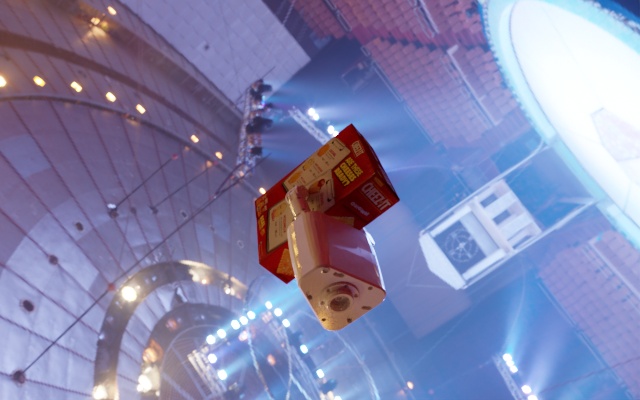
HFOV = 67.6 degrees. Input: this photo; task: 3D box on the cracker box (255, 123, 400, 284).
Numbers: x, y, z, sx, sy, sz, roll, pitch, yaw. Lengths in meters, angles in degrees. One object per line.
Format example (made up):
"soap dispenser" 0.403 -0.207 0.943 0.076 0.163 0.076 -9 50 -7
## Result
"cracker box" 0.000 0.002 0.731 0.214 0.072 0.164 -37 32 15
